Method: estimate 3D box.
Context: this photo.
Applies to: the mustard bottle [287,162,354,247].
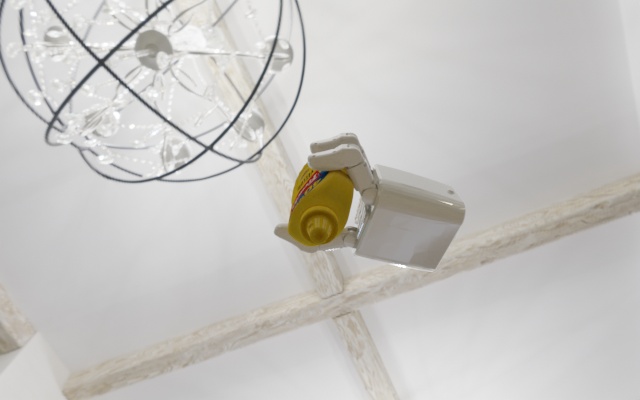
[{"bbox_3d":[0.000,0.002,0.563,0.058,0.096,0.191,37,17,-13],"label":"mustard bottle"}]
